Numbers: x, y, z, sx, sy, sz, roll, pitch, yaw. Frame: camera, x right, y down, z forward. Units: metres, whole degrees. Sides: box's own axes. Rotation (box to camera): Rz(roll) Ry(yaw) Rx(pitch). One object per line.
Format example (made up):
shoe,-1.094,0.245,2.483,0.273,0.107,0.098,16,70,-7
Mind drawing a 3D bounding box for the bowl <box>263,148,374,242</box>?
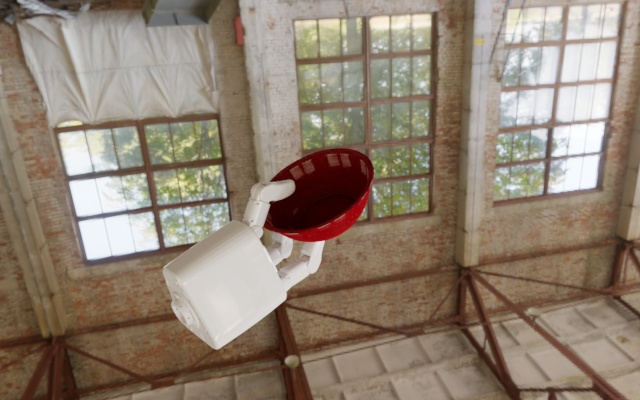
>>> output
bowl,0.001,0.002,0.623,0.162,0.055,0.162,-18,37,14
